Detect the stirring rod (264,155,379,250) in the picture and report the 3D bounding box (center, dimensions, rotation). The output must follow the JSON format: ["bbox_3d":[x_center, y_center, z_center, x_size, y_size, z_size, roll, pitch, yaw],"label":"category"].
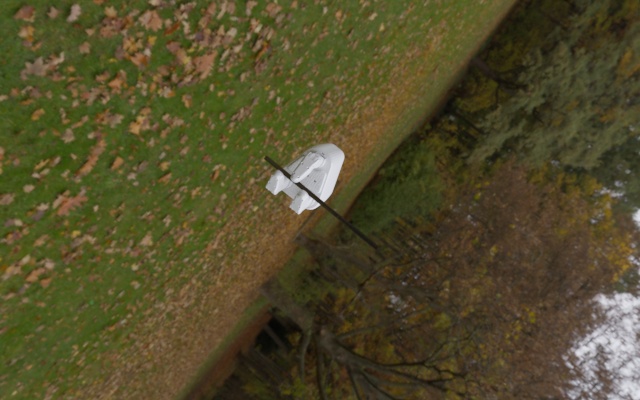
[{"bbox_3d":[0.000,0.002,0.792,0.239,0.011,0.011,39,5,6],"label":"stirring rod"}]
